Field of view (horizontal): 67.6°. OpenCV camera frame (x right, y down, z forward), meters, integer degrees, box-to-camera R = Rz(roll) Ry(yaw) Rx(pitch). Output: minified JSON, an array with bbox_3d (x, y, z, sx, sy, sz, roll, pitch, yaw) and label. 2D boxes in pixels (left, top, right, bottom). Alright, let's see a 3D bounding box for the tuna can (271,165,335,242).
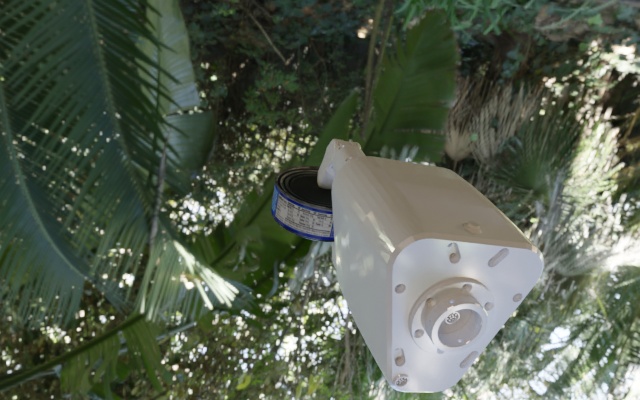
[{"bbox_3d":[0.000,0.002,0.423,0.086,0.034,0.086,10,25,-5],"label":"tuna can"}]
